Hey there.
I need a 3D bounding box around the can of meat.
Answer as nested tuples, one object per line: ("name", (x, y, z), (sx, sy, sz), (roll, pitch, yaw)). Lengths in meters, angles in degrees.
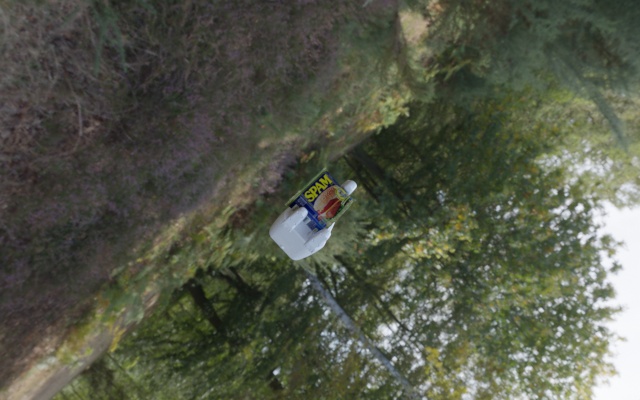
("can of meat", (0.000, 0.003, 0.874), (0.102, 0.084, 0.057), (-44, 3, -36))
